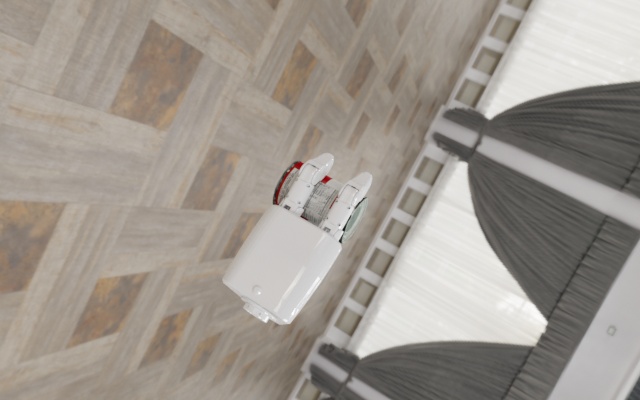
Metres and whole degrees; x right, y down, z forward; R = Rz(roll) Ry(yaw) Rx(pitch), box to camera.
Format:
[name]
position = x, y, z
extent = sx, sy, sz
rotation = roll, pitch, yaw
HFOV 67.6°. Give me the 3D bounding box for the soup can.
[soup can]
position = 0.001, 0.002, 0.602
extent = 0.102, 0.068, 0.068
rotation = 29, 8, 15
